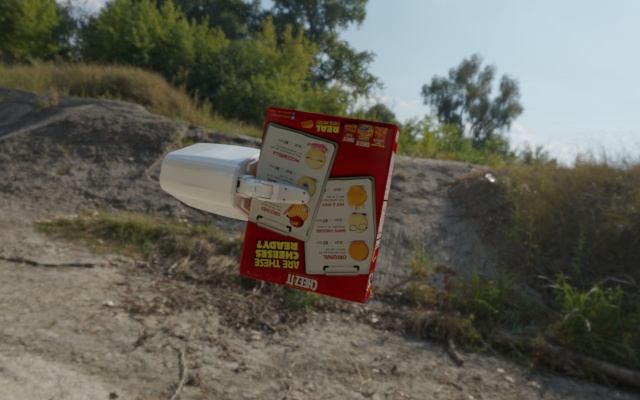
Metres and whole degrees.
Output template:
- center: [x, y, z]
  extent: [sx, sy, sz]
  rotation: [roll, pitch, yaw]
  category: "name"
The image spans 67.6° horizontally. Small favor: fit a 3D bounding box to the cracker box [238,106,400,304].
- center: [0.000, 0.002, 0.599]
  extent: [0.164, 0.214, 0.072]
  rotation: [11, 3, 14]
  category: "cracker box"
